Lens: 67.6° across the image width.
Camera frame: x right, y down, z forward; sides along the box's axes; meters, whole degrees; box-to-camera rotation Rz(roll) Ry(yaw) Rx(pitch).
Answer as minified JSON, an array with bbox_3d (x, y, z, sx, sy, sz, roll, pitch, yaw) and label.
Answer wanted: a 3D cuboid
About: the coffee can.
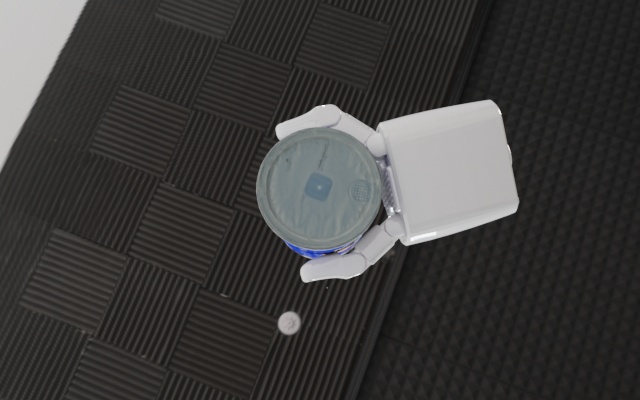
[{"bbox_3d":[0.000,0.002,0.454,0.103,0.102,0.140,0,-10,1],"label":"coffee can"}]
